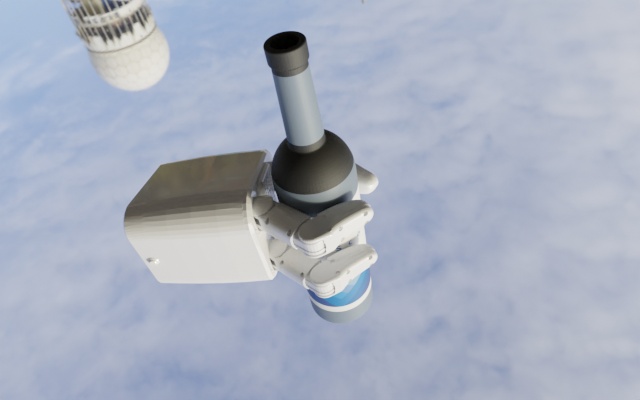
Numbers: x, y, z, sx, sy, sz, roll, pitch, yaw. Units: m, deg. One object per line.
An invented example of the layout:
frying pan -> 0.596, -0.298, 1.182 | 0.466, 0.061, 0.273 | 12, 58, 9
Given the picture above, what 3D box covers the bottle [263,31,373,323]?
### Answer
bottle -> 0.000, 0.001, 0.401 | 0.069, 0.069, 0.296 | 0, -43, 12
